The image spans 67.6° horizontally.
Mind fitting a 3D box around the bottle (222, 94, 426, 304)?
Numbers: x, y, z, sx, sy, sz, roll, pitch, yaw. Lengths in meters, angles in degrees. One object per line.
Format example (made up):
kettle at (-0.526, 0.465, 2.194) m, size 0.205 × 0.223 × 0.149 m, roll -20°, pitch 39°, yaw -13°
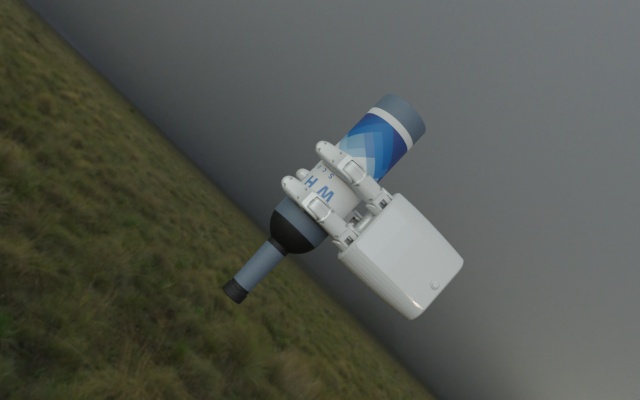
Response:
bottle at (0.000, 0.002, 0.554) m, size 0.069 × 0.295 × 0.069 m, roll 43°, pitch -8°, yaw 7°
